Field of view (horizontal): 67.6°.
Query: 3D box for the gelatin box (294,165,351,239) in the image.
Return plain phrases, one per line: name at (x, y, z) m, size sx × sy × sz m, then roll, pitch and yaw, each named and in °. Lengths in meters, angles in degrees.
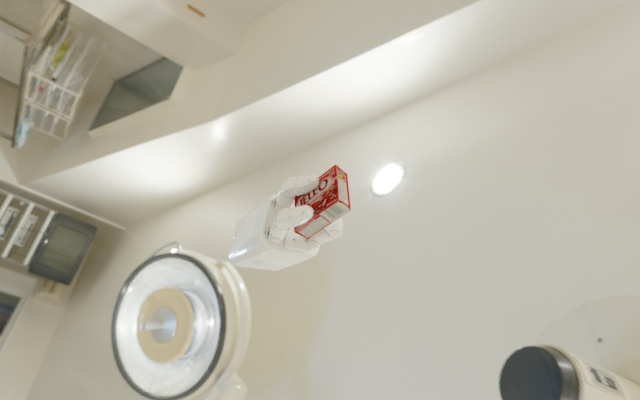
gelatin box at (0.001, 0.002, 0.681) m, size 0.089 × 0.073 × 0.030 m, roll -35°, pitch -53°, yaw 30°
